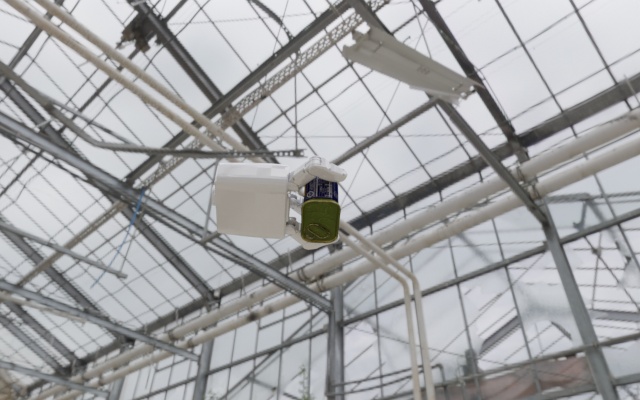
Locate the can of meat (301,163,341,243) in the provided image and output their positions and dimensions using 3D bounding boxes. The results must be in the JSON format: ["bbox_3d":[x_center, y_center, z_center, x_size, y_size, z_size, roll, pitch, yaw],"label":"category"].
[{"bbox_3d":[0.000,0.002,0.732,0.057,0.083,0.102,2,-40,-1],"label":"can of meat"}]
